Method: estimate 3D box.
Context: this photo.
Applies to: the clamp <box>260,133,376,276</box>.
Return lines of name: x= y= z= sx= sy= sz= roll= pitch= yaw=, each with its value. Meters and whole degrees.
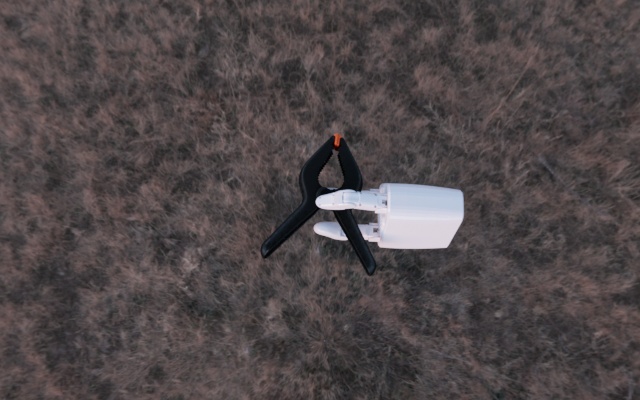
clamp: x=0.000 y=0.002 z=0.699 sx=0.164 sy=0.210 sz=0.036 roll=3 pitch=-16 yaw=-2
